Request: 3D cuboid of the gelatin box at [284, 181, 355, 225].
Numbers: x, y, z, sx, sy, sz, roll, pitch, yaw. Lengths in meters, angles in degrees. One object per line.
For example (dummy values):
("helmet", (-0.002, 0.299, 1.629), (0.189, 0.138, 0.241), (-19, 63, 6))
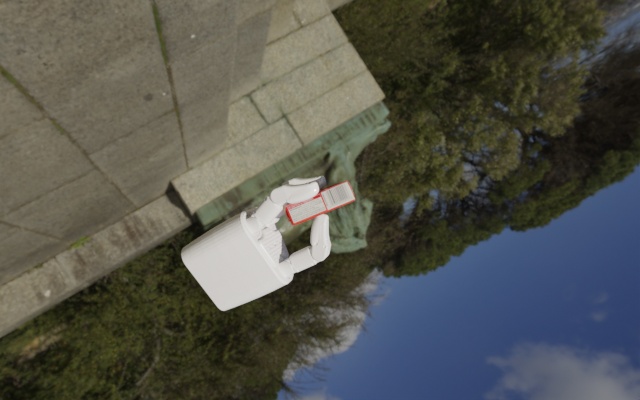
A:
("gelatin box", (0.001, 0.002, 0.631), (0.089, 0.030, 0.073), (-22, 0, 4))
